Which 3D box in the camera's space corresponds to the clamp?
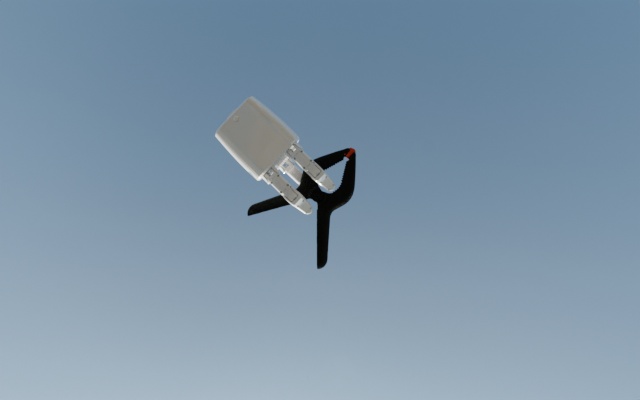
[{"bbox_3d":[0.000,0.002,0.825,0.164,0.210,0.036,44,3,-1],"label":"clamp"}]
